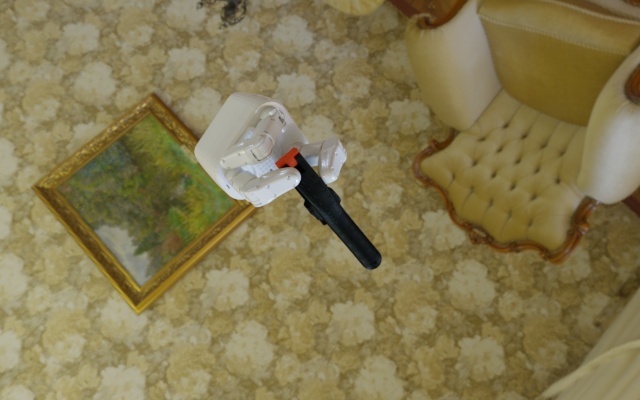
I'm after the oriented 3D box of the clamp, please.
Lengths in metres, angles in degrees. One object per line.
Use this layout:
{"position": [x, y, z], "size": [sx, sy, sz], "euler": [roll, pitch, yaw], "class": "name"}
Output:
{"position": [0.000, 0.002, 0.547], "size": [0.039, 0.171, 0.120], "euler": [-43, 33, -10], "class": "clamp"}
